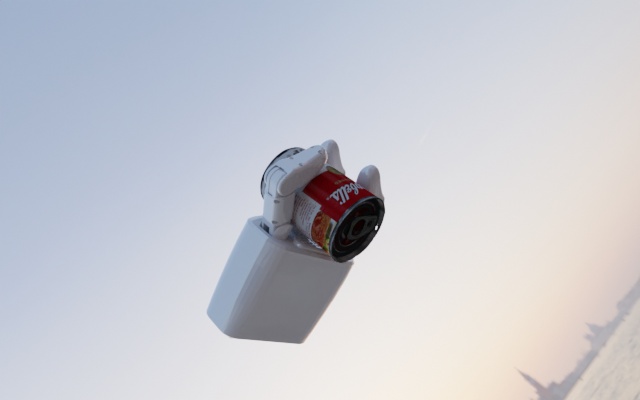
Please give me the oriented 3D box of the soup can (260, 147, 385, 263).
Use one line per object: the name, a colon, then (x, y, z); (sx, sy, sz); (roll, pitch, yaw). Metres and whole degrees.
soup can: (0.000, 0.001, 0.445); (0.102, 0.068, 0.068); (37, 22, 33)
